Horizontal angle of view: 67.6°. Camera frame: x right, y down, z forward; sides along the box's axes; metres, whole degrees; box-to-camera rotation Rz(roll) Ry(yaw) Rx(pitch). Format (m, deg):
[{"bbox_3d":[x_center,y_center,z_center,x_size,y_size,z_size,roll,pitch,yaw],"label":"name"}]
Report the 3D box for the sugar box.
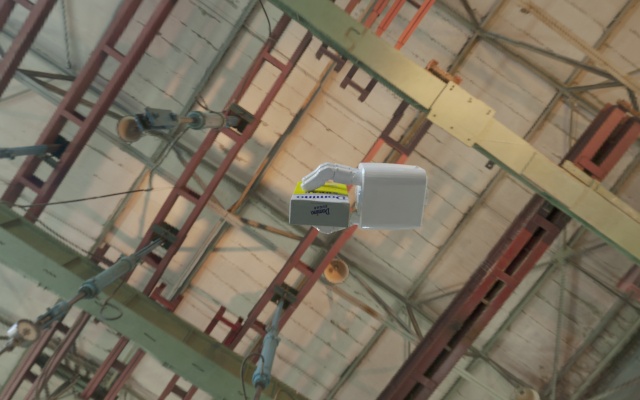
[{"bbox_3d":[0.000,0.002,0.803,0.093,0.048,0.176,3,9,0],"label":"sugar box"}]
